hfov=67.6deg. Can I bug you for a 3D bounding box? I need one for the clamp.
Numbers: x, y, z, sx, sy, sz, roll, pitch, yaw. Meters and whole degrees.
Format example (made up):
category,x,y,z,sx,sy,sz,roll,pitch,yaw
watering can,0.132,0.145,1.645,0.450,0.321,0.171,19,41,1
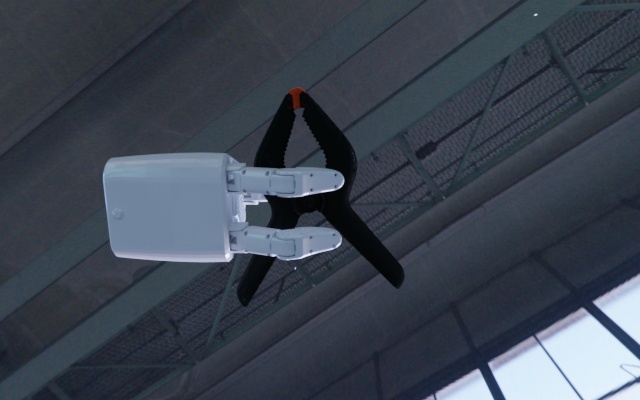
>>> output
category,x,y,z,sx,sy,sz,roll,pitch,yaw
clamp,0.000,0.001,0.449,0.164,0.210,0.036,0,14,-2
